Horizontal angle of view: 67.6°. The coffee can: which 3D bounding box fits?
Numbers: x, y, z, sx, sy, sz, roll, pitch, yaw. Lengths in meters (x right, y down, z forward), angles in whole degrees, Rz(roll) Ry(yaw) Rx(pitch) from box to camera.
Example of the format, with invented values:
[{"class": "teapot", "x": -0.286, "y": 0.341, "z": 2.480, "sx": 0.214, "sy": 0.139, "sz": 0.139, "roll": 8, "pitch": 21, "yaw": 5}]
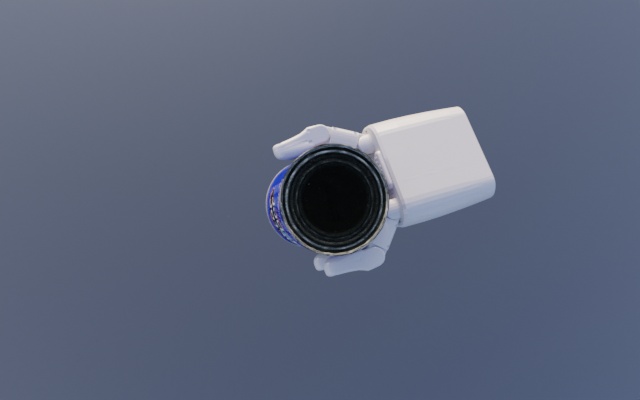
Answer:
[{"class": "coffee can", "x": 0.000, "y": 0.002, "z": 0.497, "sx": 0.103, "sy": 0.103, "sz": 0.140, "roll": 0, "pitch": -2, "yaw": -11}]
